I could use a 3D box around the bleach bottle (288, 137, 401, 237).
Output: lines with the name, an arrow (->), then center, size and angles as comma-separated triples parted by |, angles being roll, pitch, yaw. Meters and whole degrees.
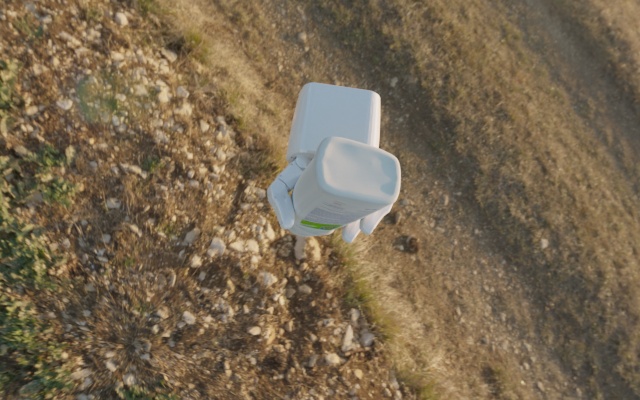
bleach bottle -> 0.000, 0.002, 0.610 | 0.102, 0.068, 0.251 | 13, -20, -18
